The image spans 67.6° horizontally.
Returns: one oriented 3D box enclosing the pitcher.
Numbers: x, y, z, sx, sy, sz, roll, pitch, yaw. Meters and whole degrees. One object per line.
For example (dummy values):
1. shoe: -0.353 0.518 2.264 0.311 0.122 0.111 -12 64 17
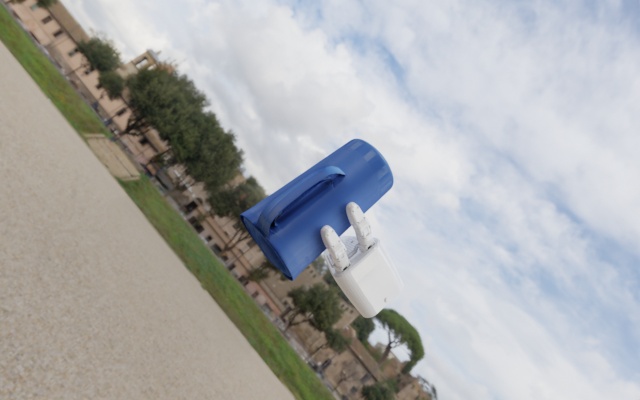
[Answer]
1. pitcher: 0.000 0.003 0.772 0.243 0.145 0.149 -39 22 -15
